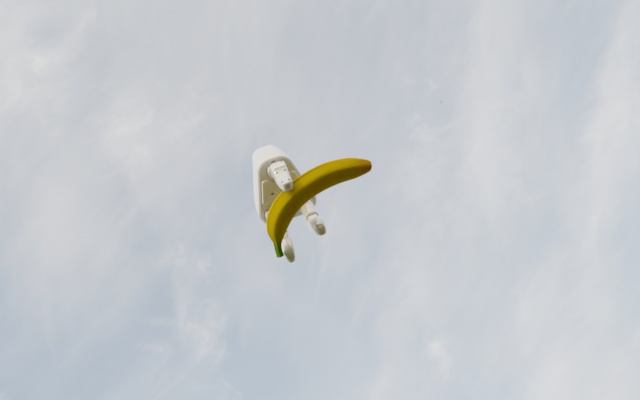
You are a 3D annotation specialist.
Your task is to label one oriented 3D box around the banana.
[{"bbox_3d":[-0.014,-0.008,0.703,0.070,0.198,0.037,46,1,-22],"label":"banana"}]
